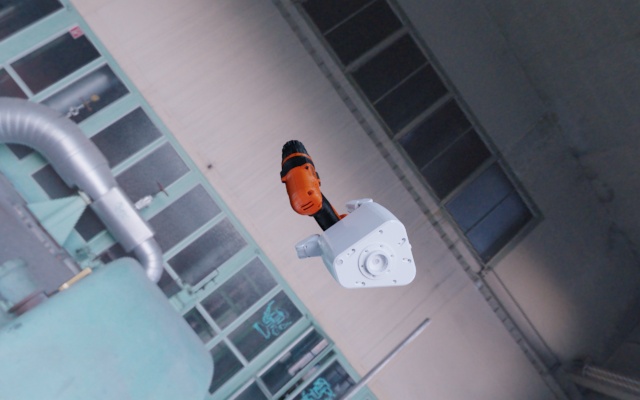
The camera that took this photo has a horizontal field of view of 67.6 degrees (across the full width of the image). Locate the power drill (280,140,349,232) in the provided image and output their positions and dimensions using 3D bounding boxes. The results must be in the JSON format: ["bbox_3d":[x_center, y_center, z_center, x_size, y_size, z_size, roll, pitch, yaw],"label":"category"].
[{"bbox_3d":[0.000,0.003,0.779,0.057,0.188,0.184,-31,34,12],"label":"power drill"}]
